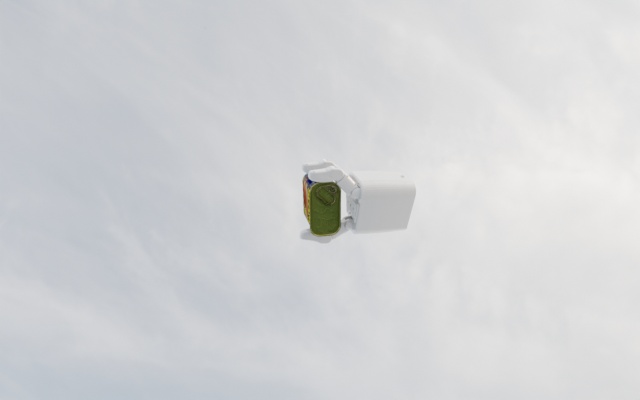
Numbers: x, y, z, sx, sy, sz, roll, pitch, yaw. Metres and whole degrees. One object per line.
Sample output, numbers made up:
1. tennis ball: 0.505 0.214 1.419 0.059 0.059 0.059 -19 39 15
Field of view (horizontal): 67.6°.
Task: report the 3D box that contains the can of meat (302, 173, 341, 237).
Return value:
1. can of meat: 0.000 0.003 0.877 0.057 0.102 0.084 -5 20 -11
